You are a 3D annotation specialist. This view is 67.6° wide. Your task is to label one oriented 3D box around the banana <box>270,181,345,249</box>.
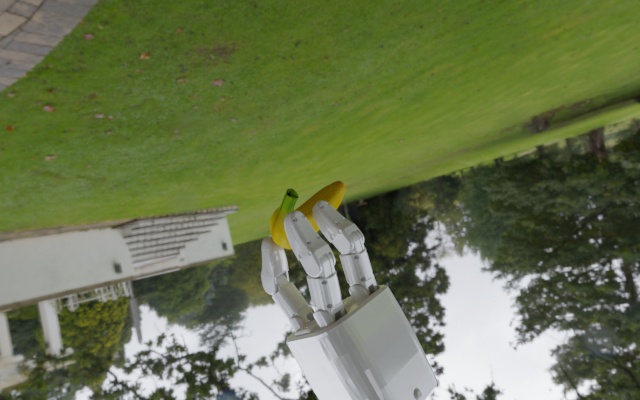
[{"bbox_3d":[-0.013,0.016,0.514,0.037,0.069,0.198,43,14,6],"label":"banana"}]
